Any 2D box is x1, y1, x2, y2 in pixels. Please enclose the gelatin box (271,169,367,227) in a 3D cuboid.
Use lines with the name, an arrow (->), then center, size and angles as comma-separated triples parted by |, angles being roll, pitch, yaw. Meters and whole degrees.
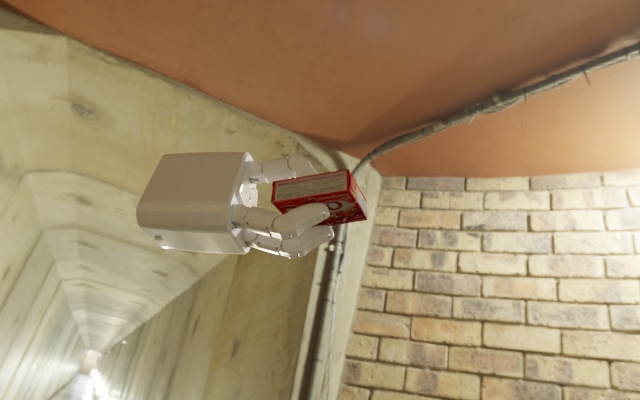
gelatin box -> 0.000, 0.001, 0.526 | 0.089, 0.030, 0.073 | -9, -30, 17
